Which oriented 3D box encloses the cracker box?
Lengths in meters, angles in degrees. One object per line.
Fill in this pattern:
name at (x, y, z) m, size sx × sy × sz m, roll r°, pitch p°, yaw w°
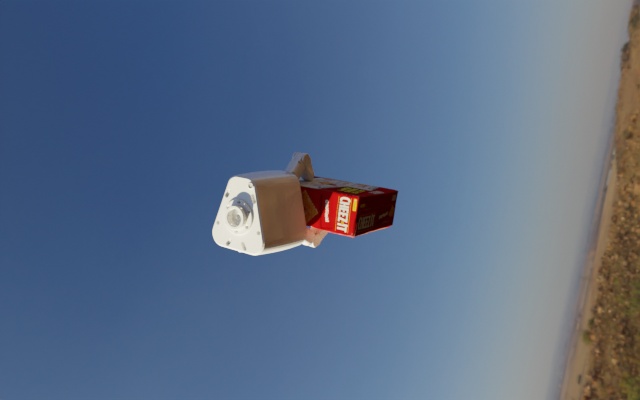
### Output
cracker box at (0.000, 0.002, 0.807) m, size 0.213 × 0.072 × 0.164 m, roll 12°, pitch 10°, yaw 28°
